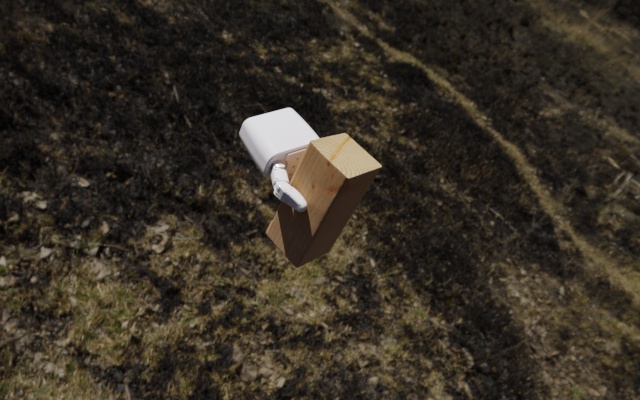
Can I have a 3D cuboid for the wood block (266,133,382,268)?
[{"bbox_3d":[0.000,0.002,0.787,0.091,0.206,0.090,-20,57,-45],"label":"wood block"}]
